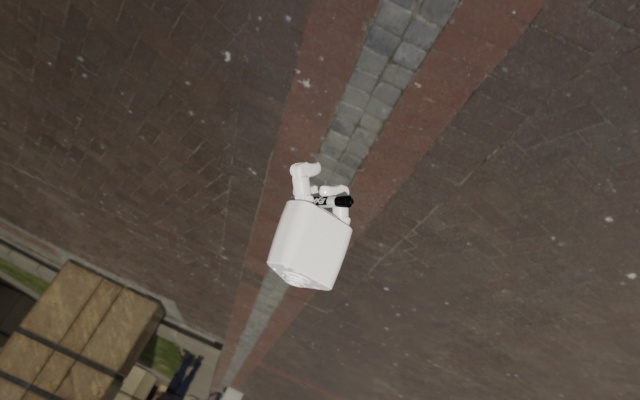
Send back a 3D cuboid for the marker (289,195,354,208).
[{"bbox_3d":[0.000,0.002,0.743,0.121,0.020,0.020,-1,-1,39],"label":"marker"}]
